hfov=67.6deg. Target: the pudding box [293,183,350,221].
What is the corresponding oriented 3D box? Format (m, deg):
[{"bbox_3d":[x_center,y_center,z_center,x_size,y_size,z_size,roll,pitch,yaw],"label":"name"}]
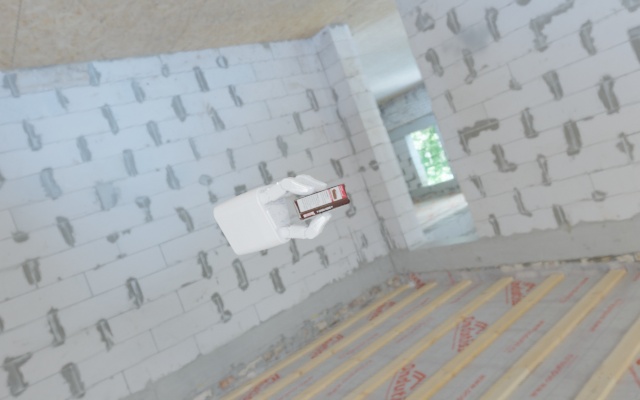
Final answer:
[{"bbox_3d":[0.000,0.003,0.831,0.090,0.039,0.113,-20,2,-4],"label":"pudding box"}]
